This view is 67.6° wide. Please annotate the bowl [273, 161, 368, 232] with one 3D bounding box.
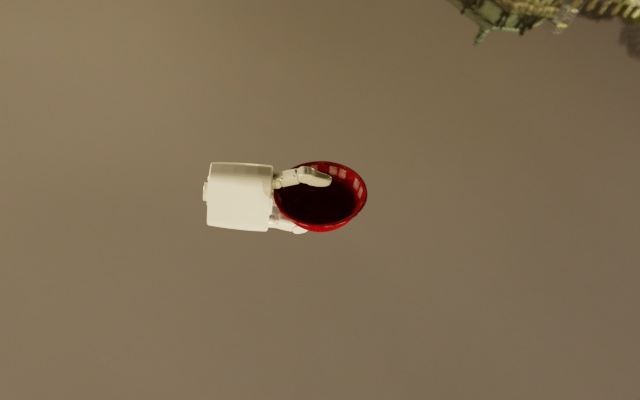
[{"bbox_3d":[0.001,0.003,0.835,0.162,0.162,0.055,-1,-45,1],"label":"bowl"}]
